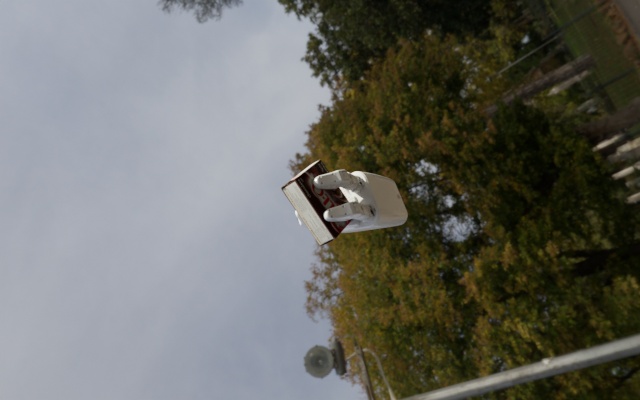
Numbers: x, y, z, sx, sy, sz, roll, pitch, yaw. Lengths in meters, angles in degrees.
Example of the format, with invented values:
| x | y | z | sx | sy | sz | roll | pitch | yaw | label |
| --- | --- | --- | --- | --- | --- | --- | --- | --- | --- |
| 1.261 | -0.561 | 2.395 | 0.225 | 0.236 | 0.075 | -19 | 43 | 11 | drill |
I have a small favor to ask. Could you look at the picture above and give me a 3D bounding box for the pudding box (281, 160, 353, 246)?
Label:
| x | y | z | sx | sy | sz | roll | pitch | yaw | label |
| --- | --- | --- | --- | --- | --- | --- | --- | --- | --- |
| 0.000 | 0.003 | 0.756 | 0.039 | 0.113 | 0.090 | -32 | 6 | 35 | pudding box |
